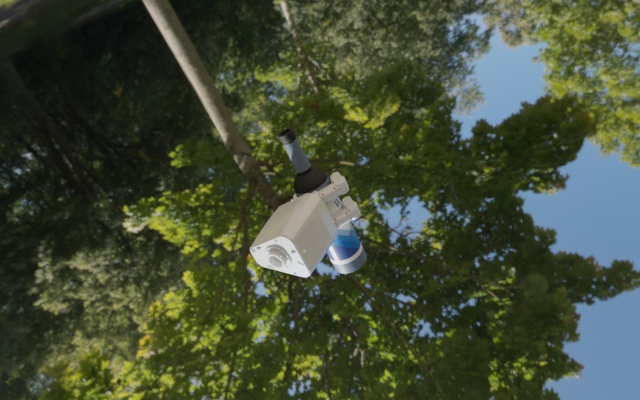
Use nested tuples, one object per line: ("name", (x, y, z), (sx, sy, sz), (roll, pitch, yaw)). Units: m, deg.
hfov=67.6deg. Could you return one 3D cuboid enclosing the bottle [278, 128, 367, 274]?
("bottle", (0.000, 0.003, 0.859), (0.069, 0.296, 0.069), (-21, 28, 12))
